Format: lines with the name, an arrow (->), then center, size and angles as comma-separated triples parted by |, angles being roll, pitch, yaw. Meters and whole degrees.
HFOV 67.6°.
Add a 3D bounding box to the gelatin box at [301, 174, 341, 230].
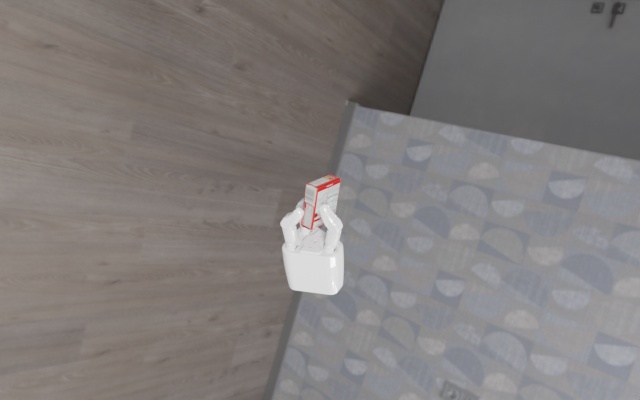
gelatin box -> 0.001, 0.003, 0.889 | 0.030, 0.089, 0.073 | 25, 31, 30
